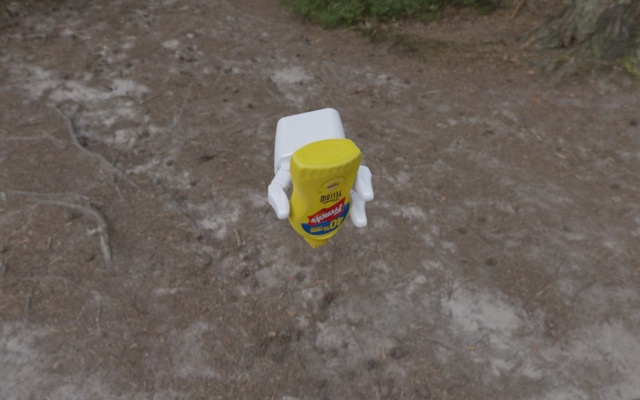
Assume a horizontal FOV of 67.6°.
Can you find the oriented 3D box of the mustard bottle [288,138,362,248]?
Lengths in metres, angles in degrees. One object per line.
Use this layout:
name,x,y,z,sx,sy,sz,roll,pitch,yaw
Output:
mustard bottle,0.000,0.002,0.697,0.096,0.192,0.058,-17,50,-23
